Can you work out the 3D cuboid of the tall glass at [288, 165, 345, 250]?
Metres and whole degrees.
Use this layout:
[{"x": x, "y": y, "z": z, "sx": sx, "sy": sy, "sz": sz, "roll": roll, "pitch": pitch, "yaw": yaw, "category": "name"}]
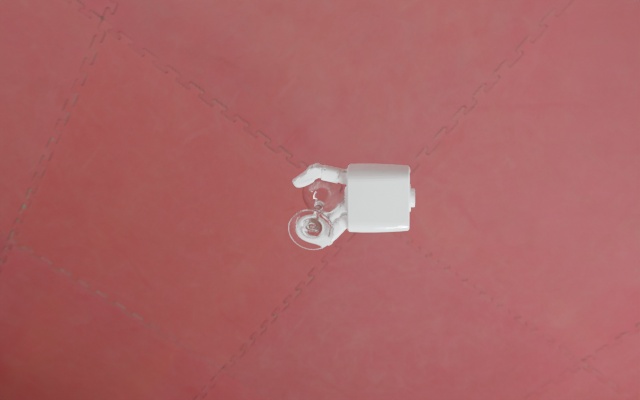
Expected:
[{"x": 0.000, "y": 0.003, "z": 0.847, "sx": 0.079, "sy": 0.079, "sz": 0.201, "roll": 0, "pitch": 27, "yaw": 9, "category": "tall glass"}]
